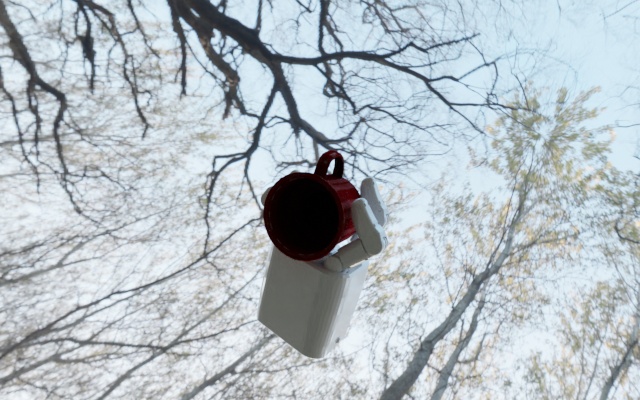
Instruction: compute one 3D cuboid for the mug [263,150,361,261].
[{"bbox_3d":[0.000,0.000,0.523,0.093,0.117,0.081,18,13,22],"label":"mug"}]
